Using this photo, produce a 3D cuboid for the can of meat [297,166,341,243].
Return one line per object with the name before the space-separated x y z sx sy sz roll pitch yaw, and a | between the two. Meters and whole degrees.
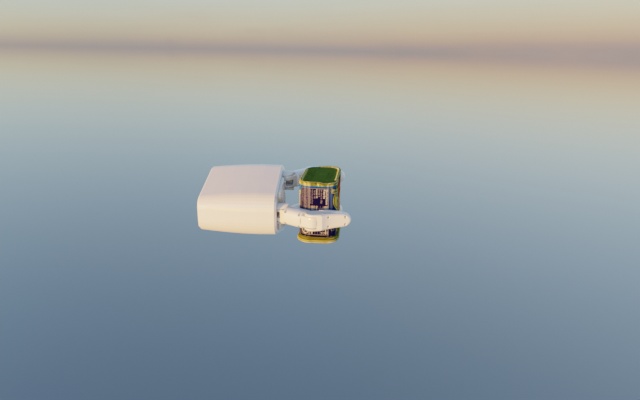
can of meat | 0.000 0.002 0.673 0.057 0.084 0.102 2 17 5
